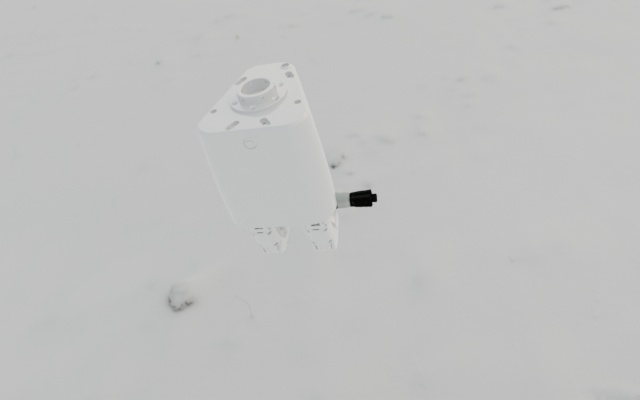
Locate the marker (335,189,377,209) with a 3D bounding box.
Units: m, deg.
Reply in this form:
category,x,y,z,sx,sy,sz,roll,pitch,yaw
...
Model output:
category,x,y,z,sx,sy,sz,roll,pitch,yaw
marker,0.000,0.002,0.512,0.121,0.020,0.020,-4,-1,11
